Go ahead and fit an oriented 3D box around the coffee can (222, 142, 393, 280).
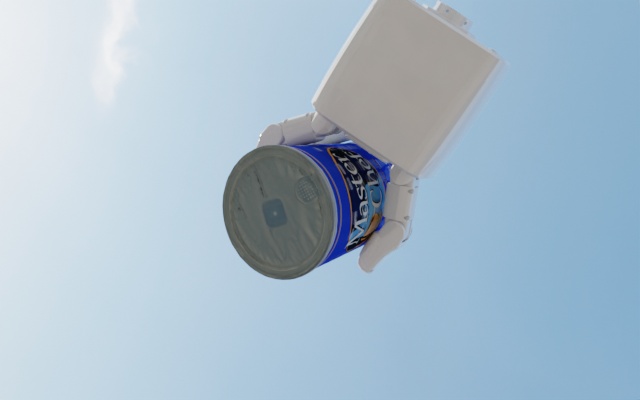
[{"bbox_3d":[0.000,0.002,0.417,0.103,0.103,0.140,0,7,31],"label":"coffee can"}]
